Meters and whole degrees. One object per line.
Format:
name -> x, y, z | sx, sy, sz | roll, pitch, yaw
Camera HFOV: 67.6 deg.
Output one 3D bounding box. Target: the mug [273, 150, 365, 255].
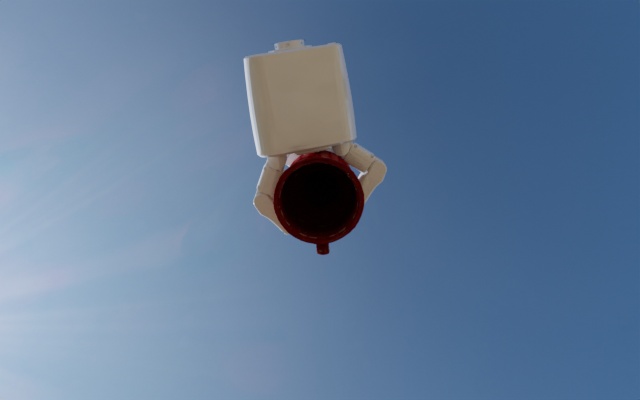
mug -> 0.000, 0.003, 0.527 | 0.093, 0.117, 0.081 | -6, 16, 2
